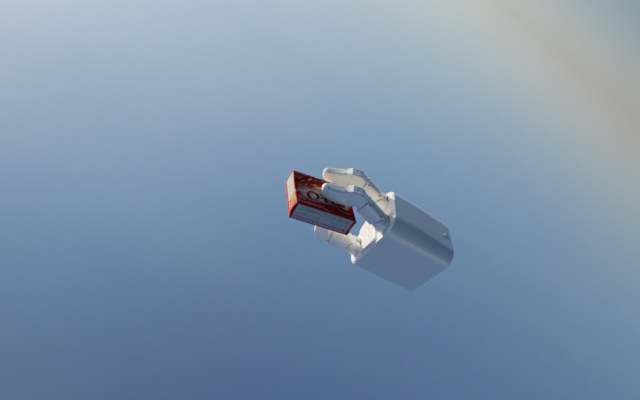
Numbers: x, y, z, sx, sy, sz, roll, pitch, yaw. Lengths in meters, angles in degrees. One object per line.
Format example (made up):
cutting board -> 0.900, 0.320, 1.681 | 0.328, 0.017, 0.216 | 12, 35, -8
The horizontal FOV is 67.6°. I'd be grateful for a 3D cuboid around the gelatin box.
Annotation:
gelatin box -> 0.000, 0.002, 0.643 | 0.089, 0.030, 0.073 | 18, 34, -20
